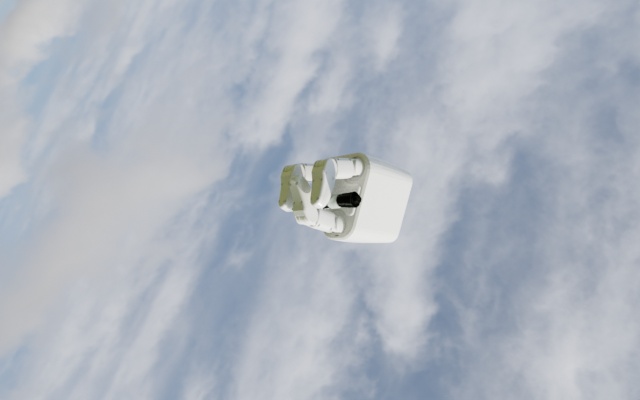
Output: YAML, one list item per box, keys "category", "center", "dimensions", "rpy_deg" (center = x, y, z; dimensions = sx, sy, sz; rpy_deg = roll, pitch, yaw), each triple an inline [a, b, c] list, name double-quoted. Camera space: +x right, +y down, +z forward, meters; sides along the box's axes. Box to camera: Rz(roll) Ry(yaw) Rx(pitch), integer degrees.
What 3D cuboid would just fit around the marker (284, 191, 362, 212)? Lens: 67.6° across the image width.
- category: "marker"
  center: [0.000, 0.002, 0.575]
  dimensions: [0.121, 0.020, 0.020]
  rpy_deg: [-5, -3, 44]
